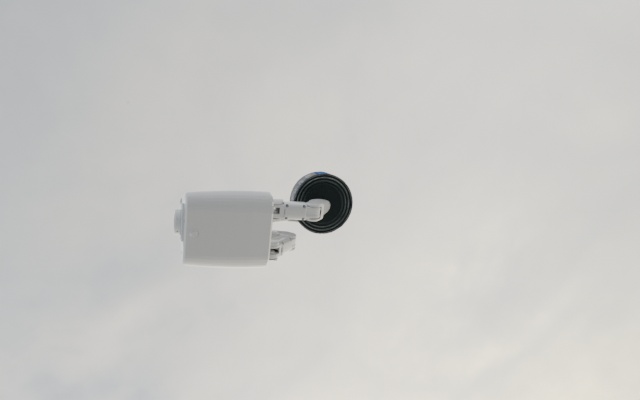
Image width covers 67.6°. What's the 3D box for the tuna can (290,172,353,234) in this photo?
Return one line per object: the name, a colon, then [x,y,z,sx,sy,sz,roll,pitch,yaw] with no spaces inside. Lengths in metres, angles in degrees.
tuna can: [0.000,0.002,0.680,0.086,0.086,0.033,0,11,-16]
